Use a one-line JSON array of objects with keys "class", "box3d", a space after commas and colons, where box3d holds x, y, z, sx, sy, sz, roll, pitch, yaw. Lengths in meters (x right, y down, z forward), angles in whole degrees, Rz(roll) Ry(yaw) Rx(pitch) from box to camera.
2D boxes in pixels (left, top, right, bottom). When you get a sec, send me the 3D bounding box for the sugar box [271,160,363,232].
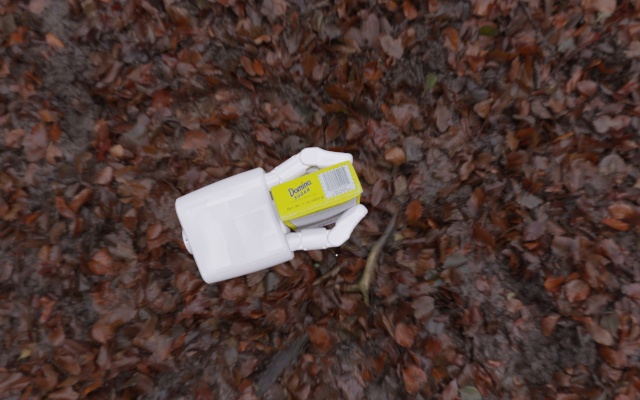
[{"class": "sugar box", "box3d": [0.000, 0.001, 0.587, 0.093, 0.048, 0.176, -18, -7, 0]}]
